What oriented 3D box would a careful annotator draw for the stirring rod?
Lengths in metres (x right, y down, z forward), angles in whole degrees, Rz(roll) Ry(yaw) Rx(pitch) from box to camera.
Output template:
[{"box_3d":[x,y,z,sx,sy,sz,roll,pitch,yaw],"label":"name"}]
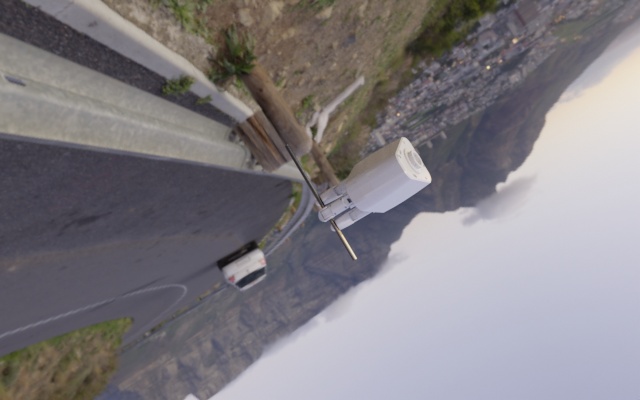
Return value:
[{"box_3d":[0.000,0.003,0.863,0.011,0.239,0.011,-31,-3,-2],"label":"stirring rod"}]
